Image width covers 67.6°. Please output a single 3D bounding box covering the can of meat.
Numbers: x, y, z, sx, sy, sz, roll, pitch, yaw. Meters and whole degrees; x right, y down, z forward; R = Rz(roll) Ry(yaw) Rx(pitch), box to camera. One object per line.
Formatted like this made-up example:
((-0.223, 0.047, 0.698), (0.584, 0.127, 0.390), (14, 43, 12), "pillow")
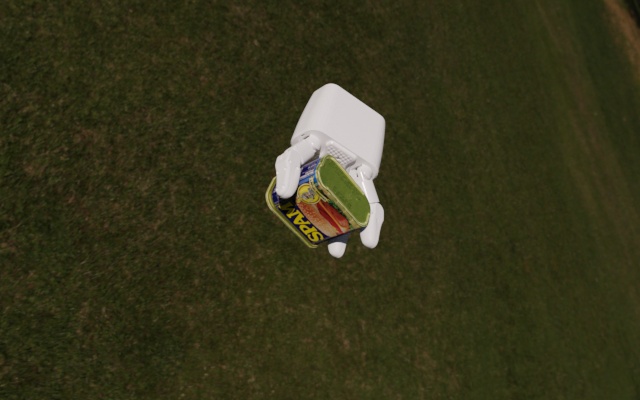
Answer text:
((0.000, 0.002, 0.577), (0.084, 0.102, 0.057), (-23, 31, 36), "can of meat")
